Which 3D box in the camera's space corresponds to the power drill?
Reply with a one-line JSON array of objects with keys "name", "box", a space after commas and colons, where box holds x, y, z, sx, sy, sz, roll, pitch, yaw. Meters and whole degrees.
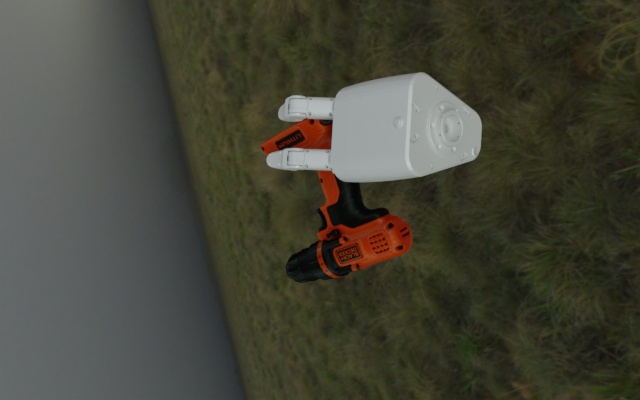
[{"name": "power drill", "box": [0.000, 0.001, 0.575, 0.184, 0.187, 0.057, -24, 1, 36]}]
